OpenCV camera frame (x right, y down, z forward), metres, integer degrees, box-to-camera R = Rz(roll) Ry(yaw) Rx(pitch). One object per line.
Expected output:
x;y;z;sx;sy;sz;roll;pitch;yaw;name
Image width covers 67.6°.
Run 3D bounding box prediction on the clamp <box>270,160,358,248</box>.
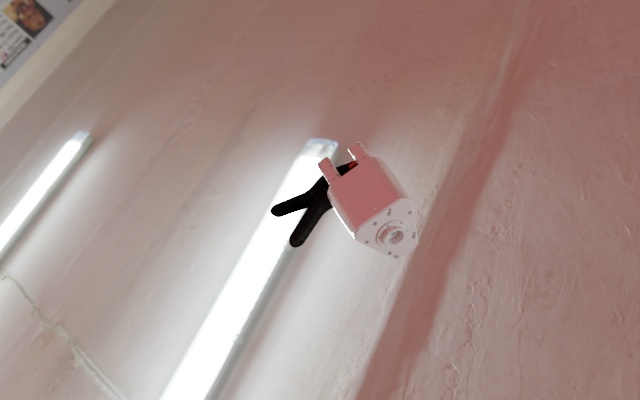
0.001;0.003;0.760;0.171;0.039;0.120;-35;39;7;clamp
